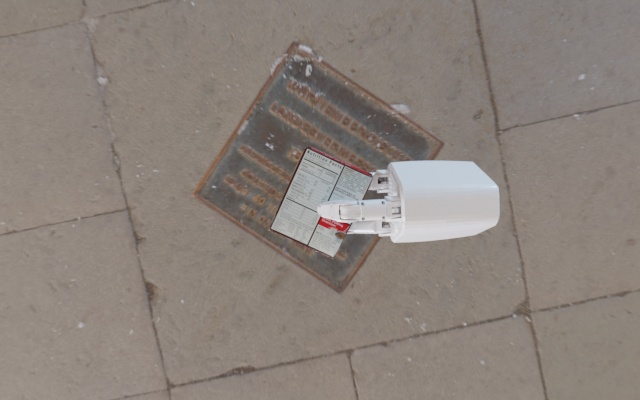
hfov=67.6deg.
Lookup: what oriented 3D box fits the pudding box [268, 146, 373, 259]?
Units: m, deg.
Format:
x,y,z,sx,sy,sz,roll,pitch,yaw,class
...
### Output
x,y,z,sx,sy,sz,roll,pitch,yaw,class
0.000,0.002,0.576,0.090,0.113,0.039,25,4,-2,pudding box
